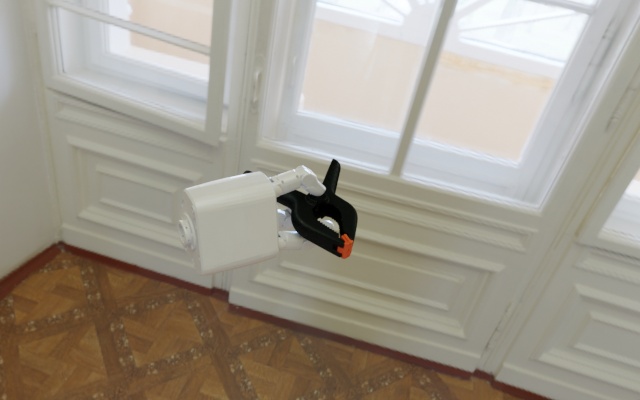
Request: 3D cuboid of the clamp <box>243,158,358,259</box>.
[{"bbox_3d":[0.000,0.002,0.695,0.164,0.036,0.210,-16,42,-28],"label":"clamp"}]
